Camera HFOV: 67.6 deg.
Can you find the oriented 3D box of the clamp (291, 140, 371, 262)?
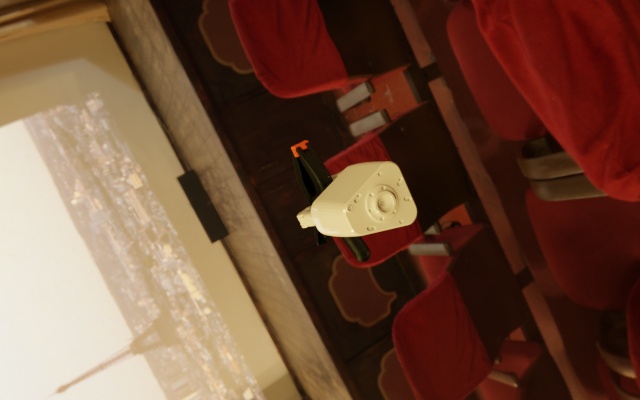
[{"bbox_3d":[-0.001,0.003,0.803,0.036,0.210,0.164,-29,10,-22],"label":"clamp"}]
